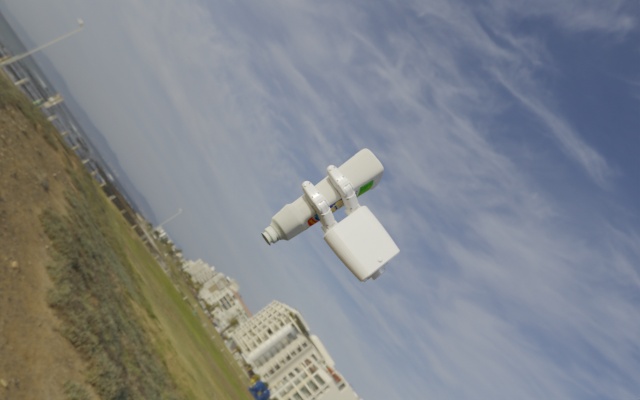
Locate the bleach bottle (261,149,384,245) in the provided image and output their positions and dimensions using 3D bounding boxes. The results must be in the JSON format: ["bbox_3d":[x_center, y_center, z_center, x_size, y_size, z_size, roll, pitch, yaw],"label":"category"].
[{"bbox_3d":[0.000,0.003,0.888,0.251,0.068,0.103,-35,-12,-18],"label":"bleach bottle"}]
